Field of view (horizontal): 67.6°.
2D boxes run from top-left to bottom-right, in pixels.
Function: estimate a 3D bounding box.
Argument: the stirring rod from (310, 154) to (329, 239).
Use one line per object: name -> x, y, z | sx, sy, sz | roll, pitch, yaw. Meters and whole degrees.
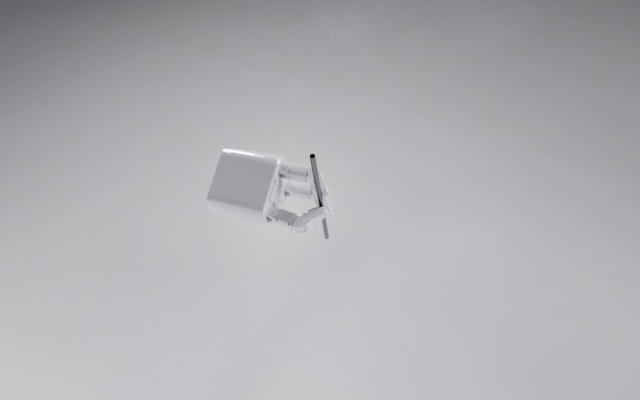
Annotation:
stirring rod -> 0.000, 0.003, 0.755 | 0.011, 0.011, 0.240 | 0, -32, 6
